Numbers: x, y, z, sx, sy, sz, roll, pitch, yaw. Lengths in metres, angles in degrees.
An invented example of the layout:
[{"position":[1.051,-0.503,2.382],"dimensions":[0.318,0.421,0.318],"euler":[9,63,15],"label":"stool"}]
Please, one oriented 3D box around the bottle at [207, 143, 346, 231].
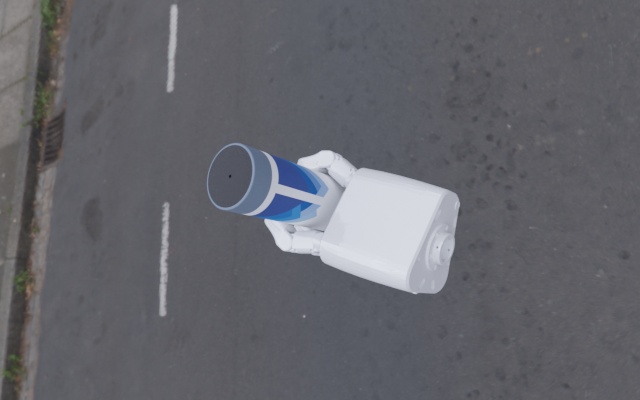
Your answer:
[{"position":[0.000,0.002,0.574],"dimensions":[0.069,0.069,0.296],"euler":[0,-10,37],"label":"bottle"}]
